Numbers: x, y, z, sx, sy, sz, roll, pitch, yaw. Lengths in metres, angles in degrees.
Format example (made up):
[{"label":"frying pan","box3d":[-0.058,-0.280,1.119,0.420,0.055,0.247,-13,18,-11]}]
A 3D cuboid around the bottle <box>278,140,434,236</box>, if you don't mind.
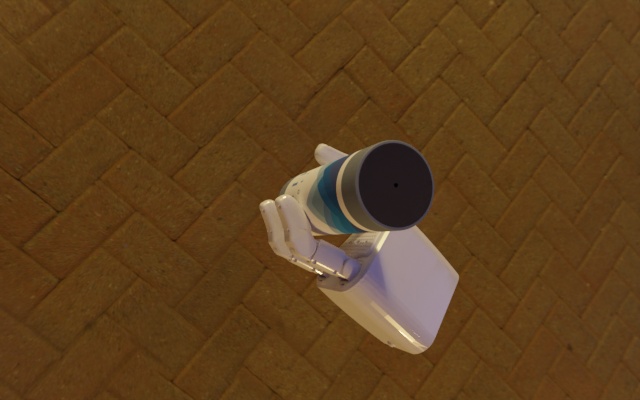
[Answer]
[{"label":"bottle","box3d":[0.000,0.001,0.481,0.069,0.069,0.296,0,-5,-22]}]
